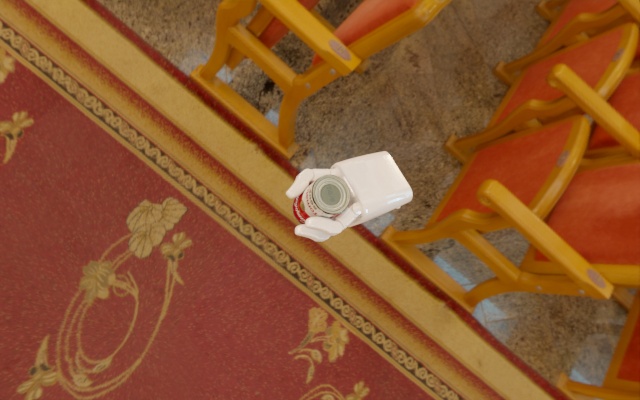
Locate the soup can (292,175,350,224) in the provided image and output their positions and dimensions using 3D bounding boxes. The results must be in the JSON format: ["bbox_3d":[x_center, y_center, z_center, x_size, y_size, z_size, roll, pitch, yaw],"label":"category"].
[{"bbox_3d":[0.000,0.003,0.801,0.068,0.068,0.102,0,-14,-22],"label":"soup can"}]
